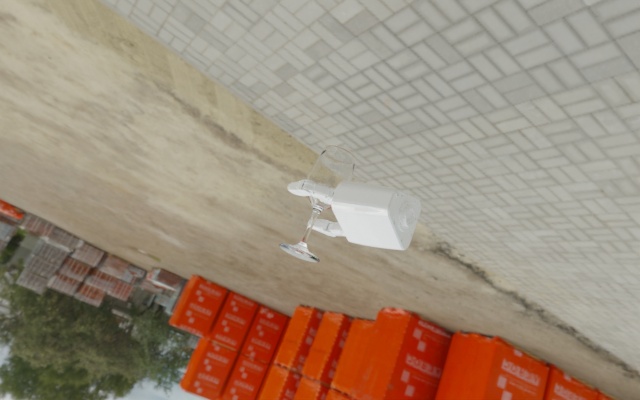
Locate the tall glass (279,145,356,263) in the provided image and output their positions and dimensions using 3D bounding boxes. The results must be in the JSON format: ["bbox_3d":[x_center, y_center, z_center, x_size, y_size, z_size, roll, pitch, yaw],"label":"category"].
[{"bbox_3d":[0.000,0.003,0.841,0.079,0.201,0.079,20,-18,7],"label":"tall glass"}]
